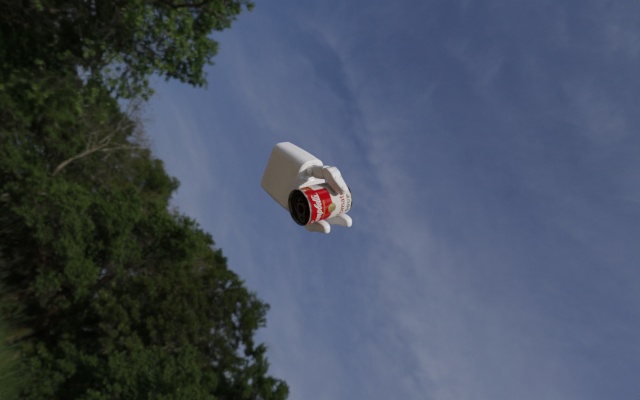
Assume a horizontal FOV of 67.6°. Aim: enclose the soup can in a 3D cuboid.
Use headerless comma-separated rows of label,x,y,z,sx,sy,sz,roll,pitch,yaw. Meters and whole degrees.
soup can,0.001,0.003,0.887,0.102,0.068,0.068,-15,9,-37
